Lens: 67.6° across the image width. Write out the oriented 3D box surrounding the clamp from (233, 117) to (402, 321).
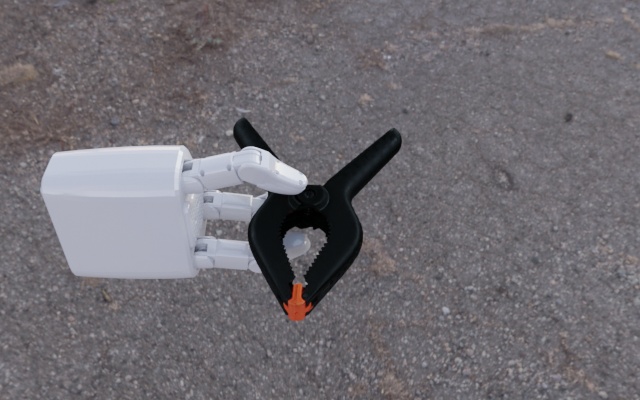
[{"bbox_3d":[0.000,0.001,0.415,0.164,0.209,0.036,-2,-39,-2],"label":"clamp"}]
